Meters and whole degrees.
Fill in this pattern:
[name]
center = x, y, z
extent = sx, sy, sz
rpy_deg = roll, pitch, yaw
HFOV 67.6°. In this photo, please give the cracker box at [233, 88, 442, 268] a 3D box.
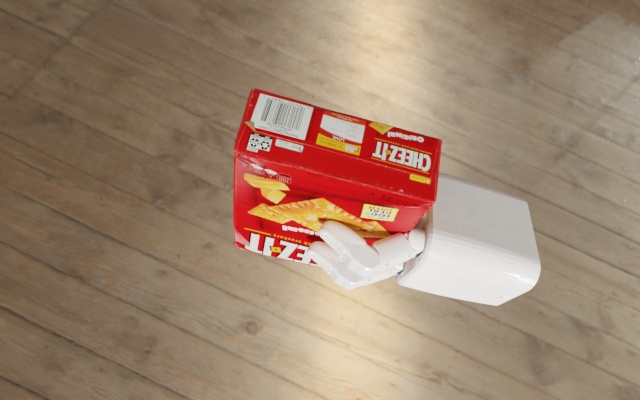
[cracker box]
center = 0.000, 0.001, 0.467
extent = 0.164, 0.072, 0.214
rpy_deg = 14, -27, -3
